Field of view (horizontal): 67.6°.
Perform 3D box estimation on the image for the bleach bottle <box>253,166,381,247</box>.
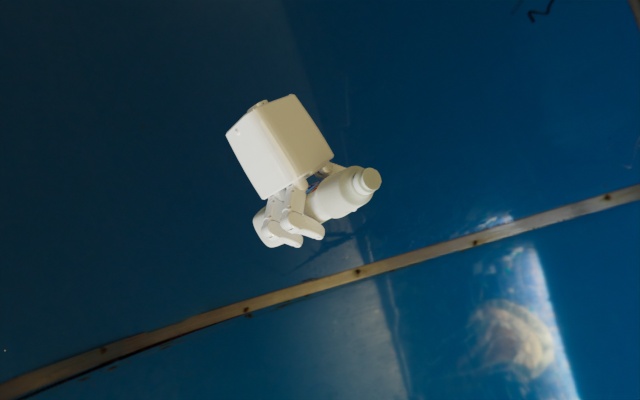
[{"bbox_3d":[0.000,0.002,0.671,0.102,0.068,0.251,-34,5,-36],"label":"bleach bottle"}]
